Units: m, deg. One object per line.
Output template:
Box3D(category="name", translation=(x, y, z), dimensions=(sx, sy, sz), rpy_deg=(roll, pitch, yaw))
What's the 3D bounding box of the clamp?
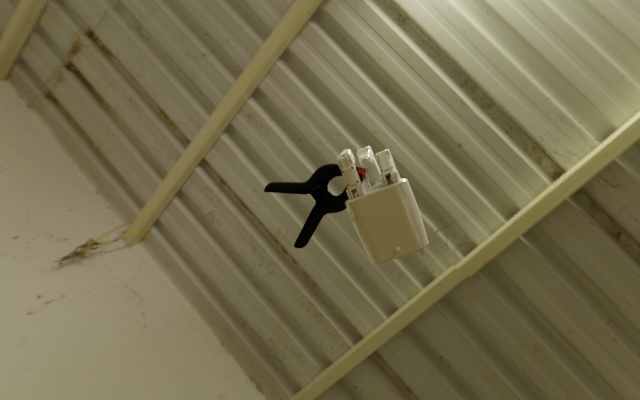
Box3D(category="clamp", translation=(0.000, 0.002, 0.779), dimensions=(0.171, 0.120, 0.039), rpy_deg=(-21, 5, 20))
